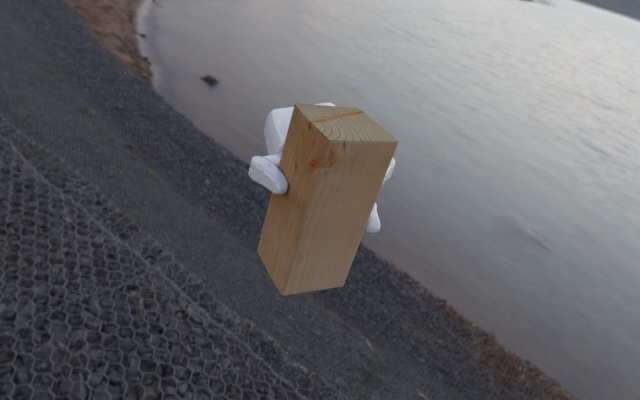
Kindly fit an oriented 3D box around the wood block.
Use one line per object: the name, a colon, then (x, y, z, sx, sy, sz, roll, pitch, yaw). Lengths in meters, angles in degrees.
wood block: (0.000, 0.002, 0.561, 0.091, 0.206, 0.090, -2, 35, -30)
